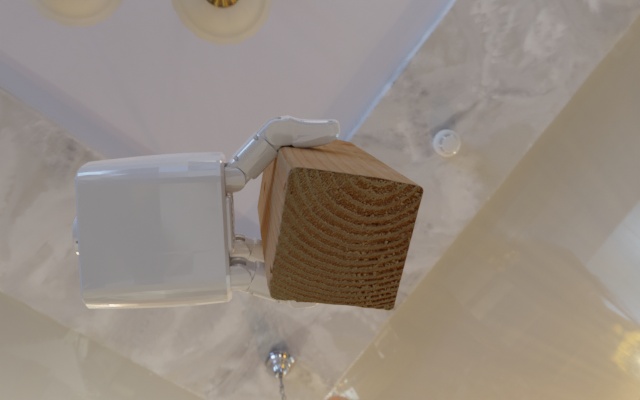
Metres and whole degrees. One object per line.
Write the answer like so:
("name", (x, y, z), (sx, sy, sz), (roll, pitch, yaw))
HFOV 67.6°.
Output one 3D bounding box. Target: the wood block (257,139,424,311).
("wood block", (0.000, 0.001, 0.404), (0.090, 0.091, 0.206), (8, 14, -12))
